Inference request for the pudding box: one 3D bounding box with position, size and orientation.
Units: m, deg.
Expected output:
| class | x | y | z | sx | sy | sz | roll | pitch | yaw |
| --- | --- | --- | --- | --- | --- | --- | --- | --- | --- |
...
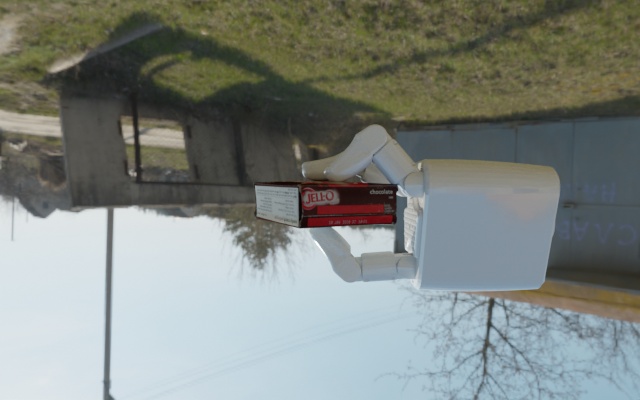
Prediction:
| class | x | y | z | sx | sy | sz | roll | pitch | yaw |
| --- | --- | --- | --- | --- | --- | --- | --- | --- | --- |
| pudding box | 0.000 | 0.002 | 0.420 | 0.090 | 0.039 | 0.113 | 0 | 1 | -26 |
